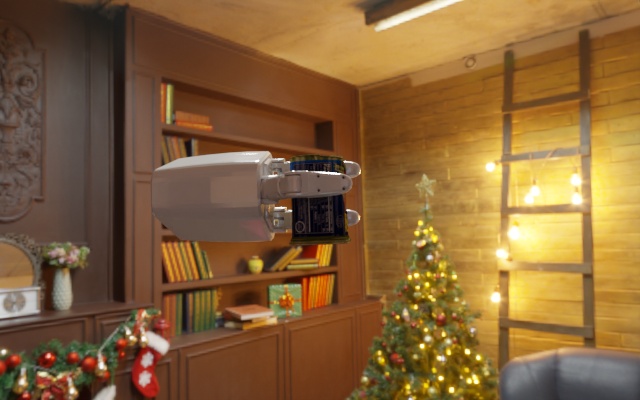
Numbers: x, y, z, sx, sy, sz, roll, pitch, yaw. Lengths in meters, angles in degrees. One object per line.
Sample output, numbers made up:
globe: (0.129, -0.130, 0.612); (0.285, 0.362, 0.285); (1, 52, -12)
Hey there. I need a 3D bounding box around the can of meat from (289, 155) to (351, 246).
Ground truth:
can of meat: (0.000, 0.001, 0.485); (0.057, 0.084, 0.102); (-2, -3, 5)
